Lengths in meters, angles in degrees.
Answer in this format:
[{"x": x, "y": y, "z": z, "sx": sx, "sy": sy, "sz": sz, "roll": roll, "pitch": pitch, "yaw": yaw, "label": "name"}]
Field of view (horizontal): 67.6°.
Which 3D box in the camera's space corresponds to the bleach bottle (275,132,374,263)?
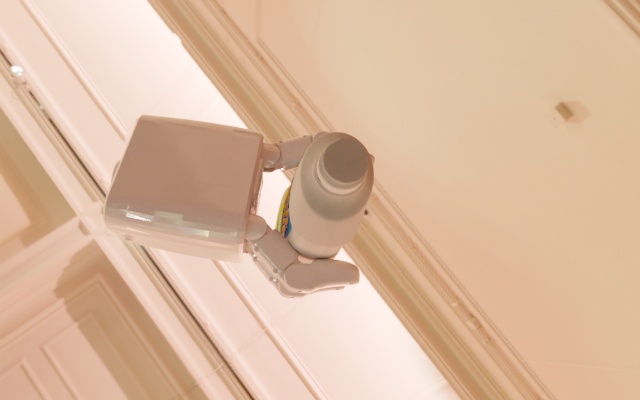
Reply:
[{"x": 0.000, "y": 0.001, "z": 0.404, "sx": 0.068, "sy": 0.102, "sz": 0.251, "roll": 11, "pitch": -16, "yaw": -5, "label": "bleach bottle"}]
